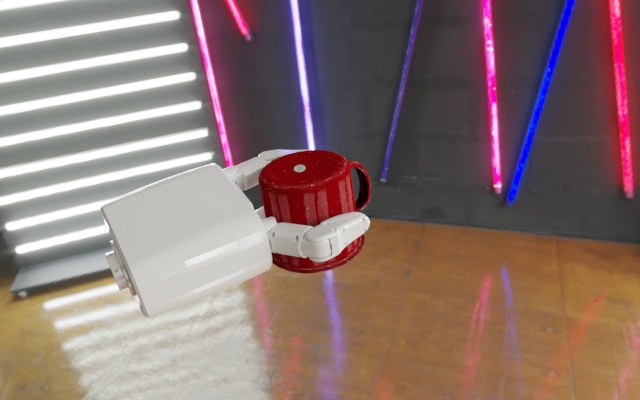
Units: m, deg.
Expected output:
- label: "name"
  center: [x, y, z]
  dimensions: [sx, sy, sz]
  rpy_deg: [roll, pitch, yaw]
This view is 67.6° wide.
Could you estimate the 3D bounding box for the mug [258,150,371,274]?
- label: "mug"
  center: [0.001, 0.001, 0.439]
  dimensions: [0.117, 0.081, 0.093]
  rpy_deg: [-24, 32, -26]
